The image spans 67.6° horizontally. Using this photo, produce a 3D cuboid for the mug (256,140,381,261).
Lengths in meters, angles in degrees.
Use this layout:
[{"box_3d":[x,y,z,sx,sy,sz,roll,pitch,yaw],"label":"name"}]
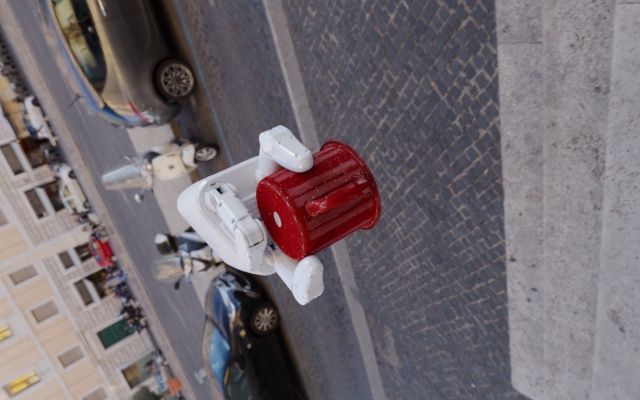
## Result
[{"box_3d":[0.001,0.001,0.425,0.081,0.093,0.117,-28,8,-26],"label":"mug"}]
